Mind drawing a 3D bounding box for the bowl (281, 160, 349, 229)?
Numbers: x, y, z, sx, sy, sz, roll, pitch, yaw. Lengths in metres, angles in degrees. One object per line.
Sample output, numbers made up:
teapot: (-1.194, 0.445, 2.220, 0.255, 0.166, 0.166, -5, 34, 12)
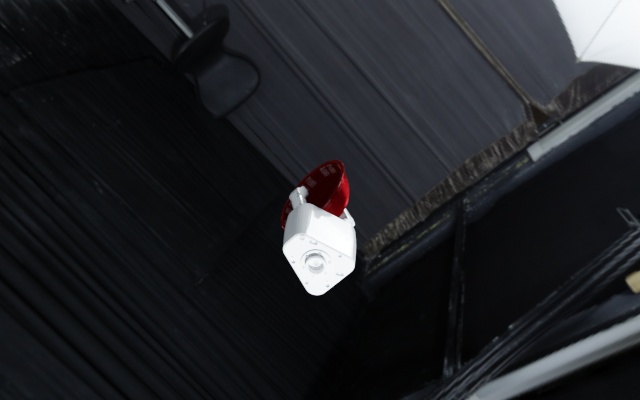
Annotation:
bowl: (0.001, 0.002, 0.888, 0.055, 0.162, 0.162, 41, -20, -25)
